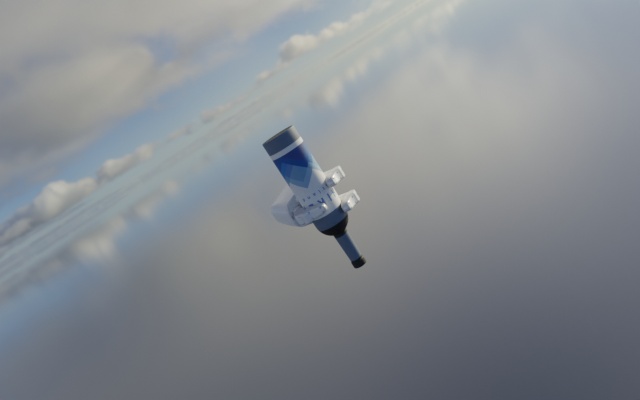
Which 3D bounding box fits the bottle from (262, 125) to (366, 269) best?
[{"bbox_3d":[0.000,0.003,0.889,0.069,0.296,0.069,-31,14,8],"label":"bottle"}]
